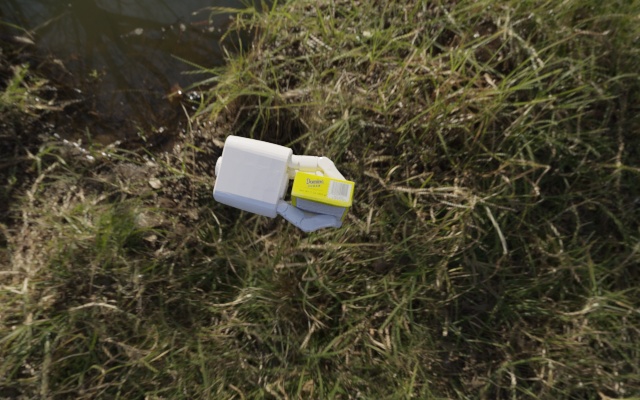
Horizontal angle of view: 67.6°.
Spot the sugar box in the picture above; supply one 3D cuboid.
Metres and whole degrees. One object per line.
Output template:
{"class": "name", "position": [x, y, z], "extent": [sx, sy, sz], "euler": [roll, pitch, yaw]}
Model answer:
{"class": "sugar box", "position": [0.000, 0.002, 0.800], "extent": [0.093, 0.048, 0.176], "euler": [12, -12, -1]}
